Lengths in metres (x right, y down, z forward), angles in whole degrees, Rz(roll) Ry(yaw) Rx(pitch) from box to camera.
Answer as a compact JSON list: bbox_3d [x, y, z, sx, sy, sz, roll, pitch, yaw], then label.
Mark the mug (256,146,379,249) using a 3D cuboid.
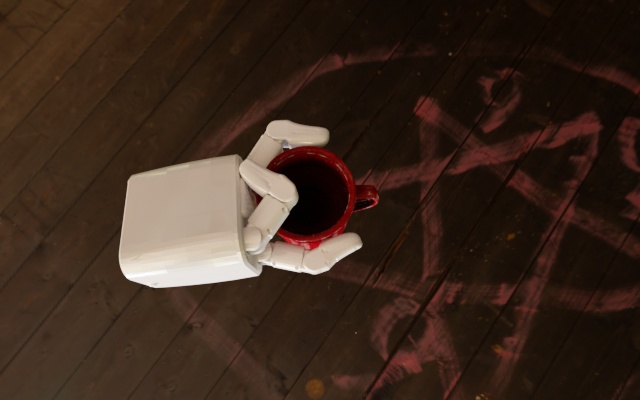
[{"bbox_3d":[0.002,0.001,0.481,0.117,0.093,0.081,-8,-16,0],"label":"mug"}]
